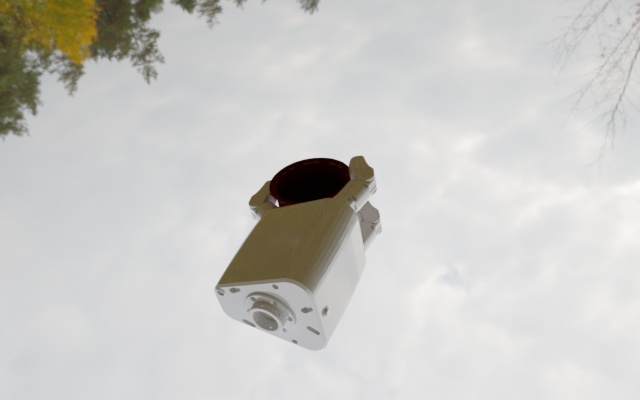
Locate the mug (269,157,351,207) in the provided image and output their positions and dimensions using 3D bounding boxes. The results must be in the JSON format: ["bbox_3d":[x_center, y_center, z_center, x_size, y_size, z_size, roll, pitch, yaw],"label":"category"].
[{"bbox_3d":[0.001,0.001,0.558,0.093,0.082,0.117,8,39,25],"label":"mug"}]
